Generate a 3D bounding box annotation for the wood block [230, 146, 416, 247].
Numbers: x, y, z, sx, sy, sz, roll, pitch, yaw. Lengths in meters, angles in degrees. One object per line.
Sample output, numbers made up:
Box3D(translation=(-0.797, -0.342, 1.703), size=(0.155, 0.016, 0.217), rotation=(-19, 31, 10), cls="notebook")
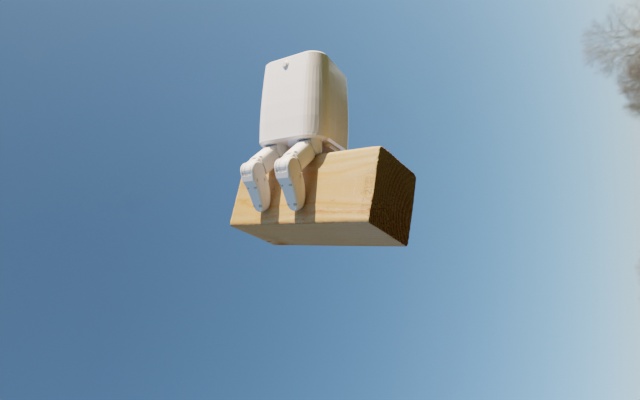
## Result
Box3D(translation=(0.000, 0.002, 0.584), size=(0.206, 0.090, 0.091), rotation=(-3, -22, 38), cls="wood block")
